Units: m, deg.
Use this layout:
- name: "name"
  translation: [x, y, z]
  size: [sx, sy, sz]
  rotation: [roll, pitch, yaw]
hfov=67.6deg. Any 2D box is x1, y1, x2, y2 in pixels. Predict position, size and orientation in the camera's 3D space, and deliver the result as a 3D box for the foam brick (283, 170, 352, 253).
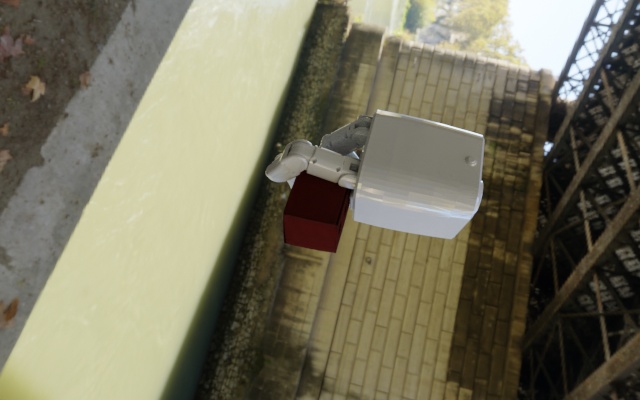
- name: "foam brick"
  translation: [0.000, 0.002, 0.452]
  size: [0.051, 0.078, 0.053]
  rotation: [13, -33, 7]
